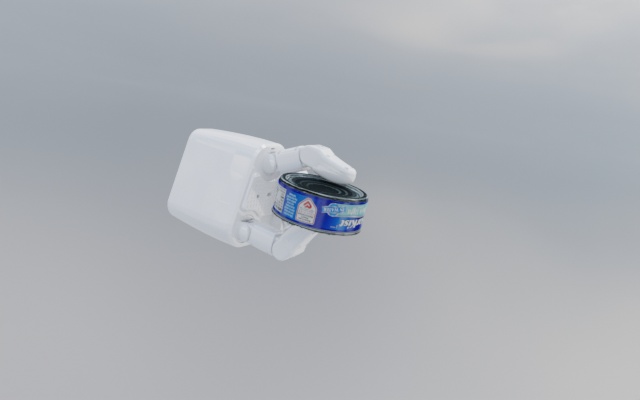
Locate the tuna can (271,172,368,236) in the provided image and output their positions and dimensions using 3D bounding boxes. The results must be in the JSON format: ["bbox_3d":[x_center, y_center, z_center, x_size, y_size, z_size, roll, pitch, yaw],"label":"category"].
[{"bbox_3d":[0.000,0.001,0.440,0.086,0.034,0.086,13,13,-3],"label":"tuna can"}]
